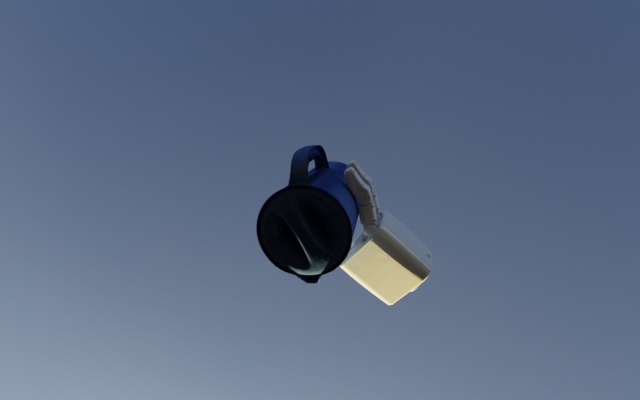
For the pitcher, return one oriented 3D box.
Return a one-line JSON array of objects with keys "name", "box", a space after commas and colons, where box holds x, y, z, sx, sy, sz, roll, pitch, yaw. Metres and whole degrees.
[{"name": "pitcher", "box": [0.000, 0.003, 0.745, 0.145, 0.149, 0.242, 39, 20, -1]}]
